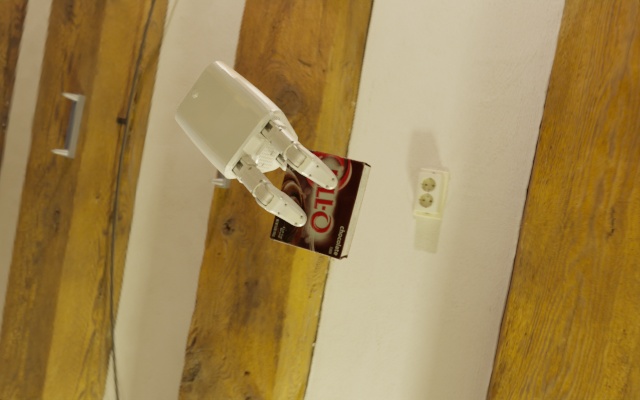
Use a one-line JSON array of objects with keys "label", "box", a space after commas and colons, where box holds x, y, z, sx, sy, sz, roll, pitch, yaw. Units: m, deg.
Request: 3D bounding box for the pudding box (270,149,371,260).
[{"label": "pudding box", "box": [0.000, 0.002, 0.547, 0.090, 0.113, 0.039, 15, 4, 21]}]
